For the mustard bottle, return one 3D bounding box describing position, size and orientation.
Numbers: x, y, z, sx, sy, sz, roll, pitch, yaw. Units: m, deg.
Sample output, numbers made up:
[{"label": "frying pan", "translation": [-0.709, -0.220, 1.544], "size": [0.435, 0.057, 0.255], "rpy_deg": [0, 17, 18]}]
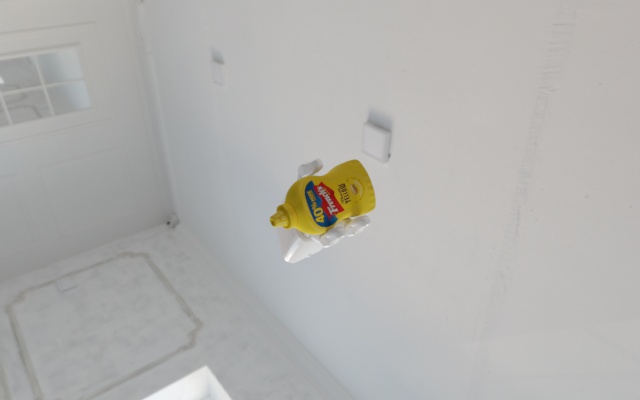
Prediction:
[{"label": "mustard bottle", "translation": [0.000, 0.002, 0.785], "size": [0.191, 0.096, 0.058], "rpy_deg": [-22, 5, -32]}]
